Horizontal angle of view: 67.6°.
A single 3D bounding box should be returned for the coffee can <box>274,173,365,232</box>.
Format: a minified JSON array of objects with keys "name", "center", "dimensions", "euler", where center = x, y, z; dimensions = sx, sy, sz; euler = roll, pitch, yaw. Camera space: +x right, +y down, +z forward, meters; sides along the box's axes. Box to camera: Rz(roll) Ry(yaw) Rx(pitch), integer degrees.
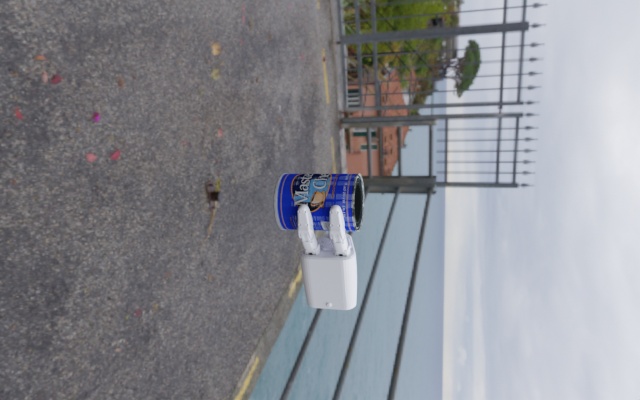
[{"name":"coffee can","center":[0.000,0.003,0.844],"dimensions":[0.140,0.103,0.103],"euler":[1,0,15]}]
